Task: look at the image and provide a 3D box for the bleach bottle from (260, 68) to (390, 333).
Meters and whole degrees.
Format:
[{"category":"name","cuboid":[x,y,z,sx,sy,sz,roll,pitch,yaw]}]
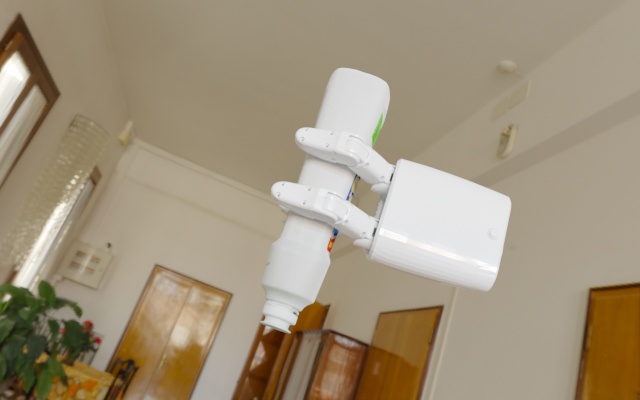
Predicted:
[{"category":"bleach bottle","cuboid":[0.000,0.001,0.460,0.068,0.250,0.103,18,-20,4]}]
